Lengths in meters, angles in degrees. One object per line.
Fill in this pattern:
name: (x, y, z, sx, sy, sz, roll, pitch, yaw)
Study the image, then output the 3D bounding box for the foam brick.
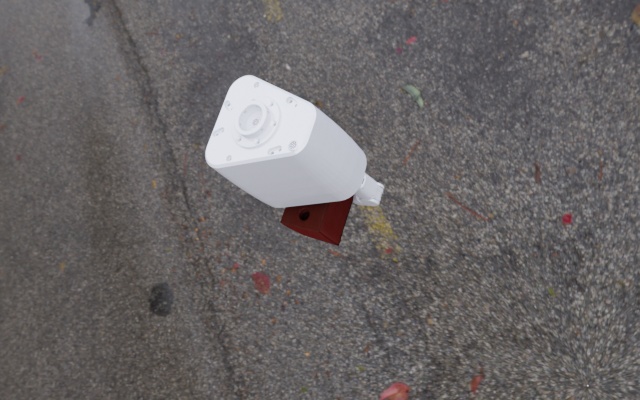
foam brick: (0.000, 0.002, 0.522, 0.053, 0.078, 0.051, 12, -12, 30)
